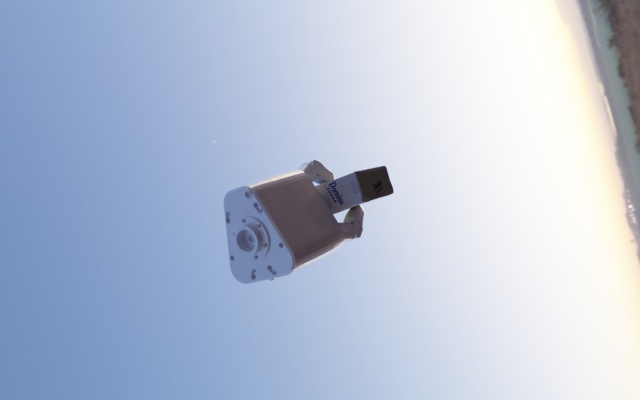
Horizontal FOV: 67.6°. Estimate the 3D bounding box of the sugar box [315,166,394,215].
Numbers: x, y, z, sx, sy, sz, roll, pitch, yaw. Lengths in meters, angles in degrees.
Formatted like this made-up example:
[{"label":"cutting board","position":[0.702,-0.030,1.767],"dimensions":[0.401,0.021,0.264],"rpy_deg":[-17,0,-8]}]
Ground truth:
[{"label":"sugar box","position":[0.000,0.003,0.641],"dimensions":[0.176,0.048,0.093],"rpy_deg":[-16,-1,33]}]
